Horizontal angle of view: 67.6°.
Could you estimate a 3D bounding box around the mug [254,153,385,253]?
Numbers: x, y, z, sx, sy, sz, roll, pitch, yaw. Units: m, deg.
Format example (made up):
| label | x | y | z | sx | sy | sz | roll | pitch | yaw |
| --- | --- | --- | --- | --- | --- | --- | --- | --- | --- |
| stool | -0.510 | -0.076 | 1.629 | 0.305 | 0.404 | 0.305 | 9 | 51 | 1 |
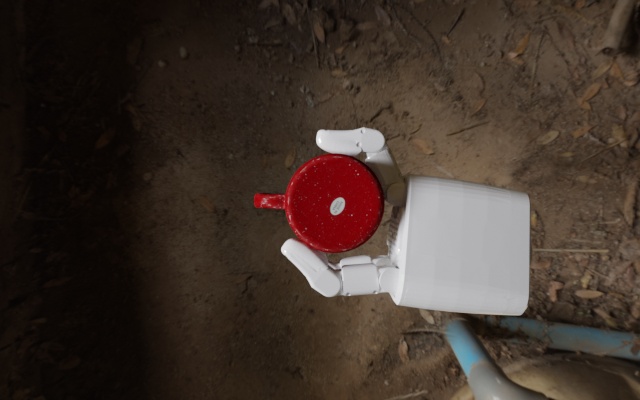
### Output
| label | x | y | z | sx | sy | sz | roll | pitch | yaw |
| --- | --- | --- | --- | --- | --- | --- | --- | --- | --- |
| mug | -0.001 | 0.001 | 0.421 | 0.117 | 0.093 | 0.081 | 5 | 0 | 1 |
